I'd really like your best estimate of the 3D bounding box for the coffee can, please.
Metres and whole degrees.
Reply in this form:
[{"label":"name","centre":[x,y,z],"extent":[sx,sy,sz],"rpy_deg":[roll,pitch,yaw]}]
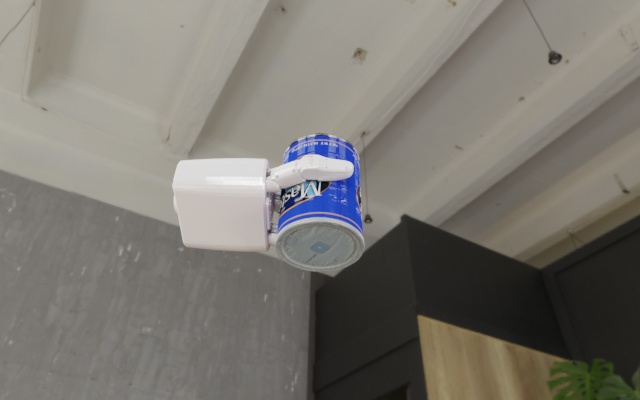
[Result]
[{"label":"coffee can","centre":[0.000,0.002,0.592],"extent":[0.103,0.140,0.103],"rpy_deg":[1,-40,0]}]
